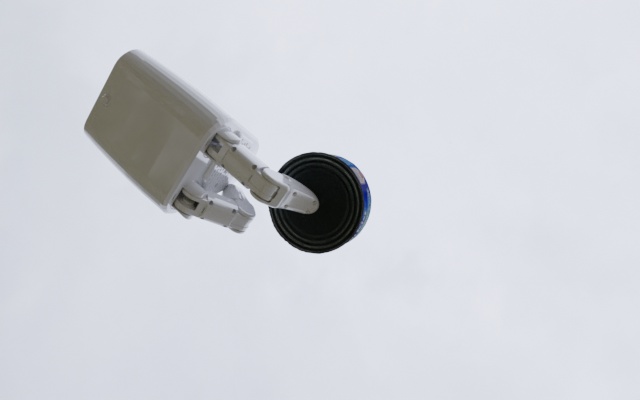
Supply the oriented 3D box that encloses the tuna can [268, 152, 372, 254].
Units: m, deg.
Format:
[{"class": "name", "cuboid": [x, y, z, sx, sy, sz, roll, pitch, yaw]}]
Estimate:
[{"class": "tuna can", "cuboid": [0.000, 0.001, 0.415, 0.086, 0.086, 0.034, 0, 3, 20]}]
